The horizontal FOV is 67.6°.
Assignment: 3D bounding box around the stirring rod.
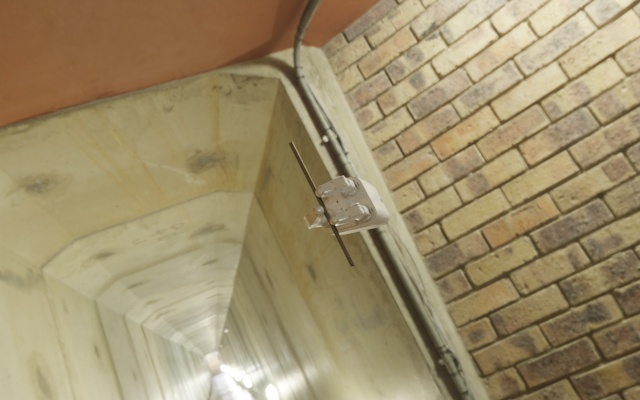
[{"bbox_3d":[0.000,0.003,0.808,0.011,0.239,0.011,-25,-15,-7],"label":"stirring rod"}]
